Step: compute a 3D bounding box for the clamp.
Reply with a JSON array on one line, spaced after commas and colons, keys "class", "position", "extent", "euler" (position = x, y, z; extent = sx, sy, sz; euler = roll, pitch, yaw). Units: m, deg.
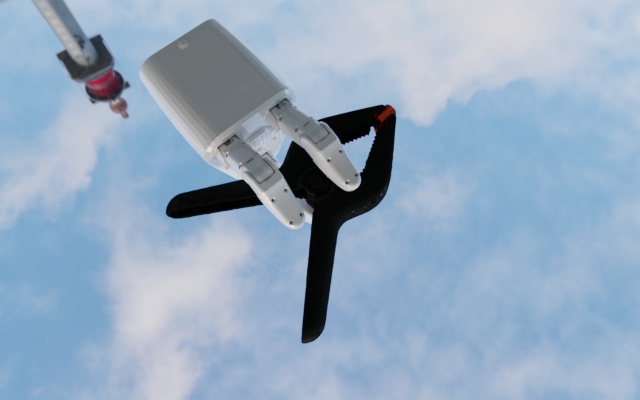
[{"class": "clamp", "position": [0.000, 0.001, 0.407], "extent": [0.210, 0.164, 0.036], "euler": [-39, -12, -14]}]
